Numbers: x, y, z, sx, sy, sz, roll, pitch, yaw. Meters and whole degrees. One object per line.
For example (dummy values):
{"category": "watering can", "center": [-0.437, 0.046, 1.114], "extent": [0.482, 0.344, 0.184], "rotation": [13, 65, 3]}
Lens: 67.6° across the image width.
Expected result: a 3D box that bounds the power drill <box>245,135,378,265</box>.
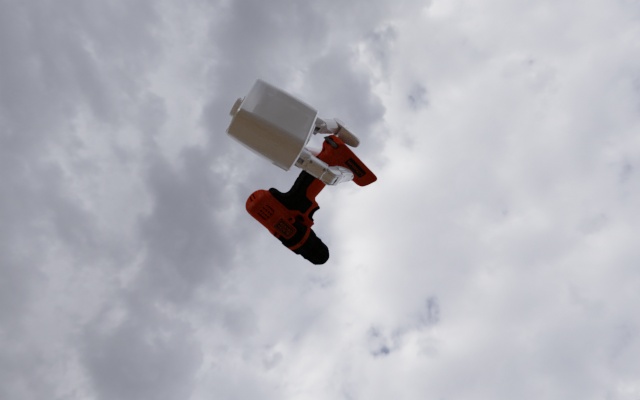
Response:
{"category": "power drill", "center": [0.000, 0.002, 0.773], "extent": [0.184, 0.187, 0.057], "rotation": [43, 3, -34]}
